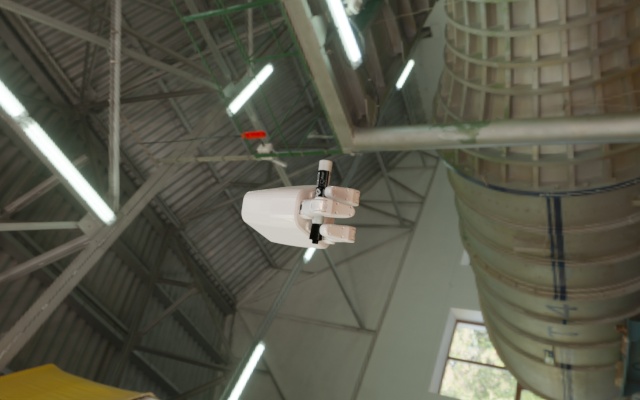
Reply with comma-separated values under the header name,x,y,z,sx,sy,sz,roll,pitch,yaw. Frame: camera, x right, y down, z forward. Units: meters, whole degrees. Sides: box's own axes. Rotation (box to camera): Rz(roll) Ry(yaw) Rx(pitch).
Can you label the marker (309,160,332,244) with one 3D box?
name,x,y,z,sx,sy,sz,roll,pitch,yaw
marker,0.000,0.002,0.683,0.020,0.121,0.020,7,-9,1
